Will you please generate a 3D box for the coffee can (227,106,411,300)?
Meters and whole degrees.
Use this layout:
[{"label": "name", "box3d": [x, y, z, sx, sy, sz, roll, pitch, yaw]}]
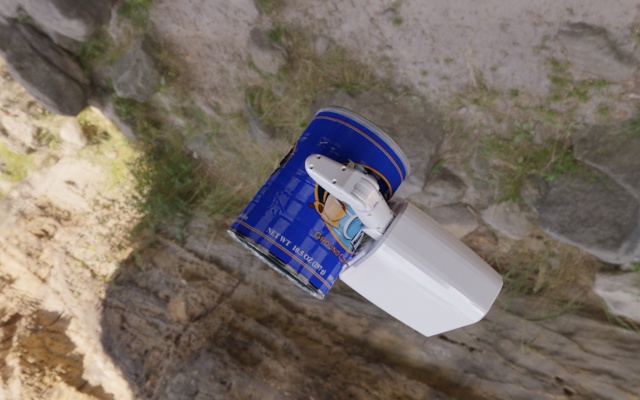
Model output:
[{"label": "coffee can", "box3d": [0.000, 0.001, 0.429, 0.103, 0.140, 0.103, 34, -13, 9]}]
